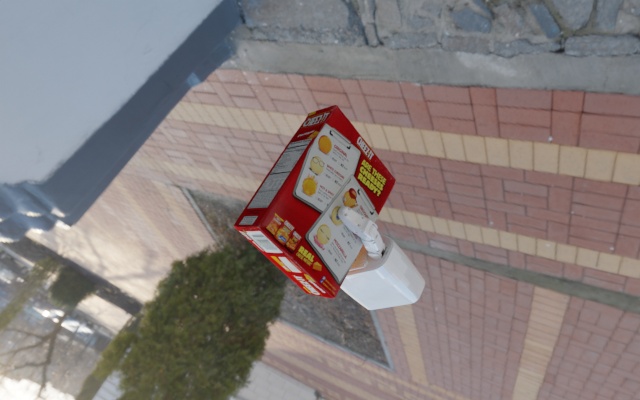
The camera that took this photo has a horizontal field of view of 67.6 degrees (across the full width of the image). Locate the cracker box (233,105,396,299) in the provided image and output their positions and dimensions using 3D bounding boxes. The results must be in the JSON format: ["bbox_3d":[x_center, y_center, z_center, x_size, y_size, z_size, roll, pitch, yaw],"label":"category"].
[{"bbox_3d":[0.000,0.002,0.672,0.072,0.213,0.164,-2,-41,48],"label":"cracker box"}]
